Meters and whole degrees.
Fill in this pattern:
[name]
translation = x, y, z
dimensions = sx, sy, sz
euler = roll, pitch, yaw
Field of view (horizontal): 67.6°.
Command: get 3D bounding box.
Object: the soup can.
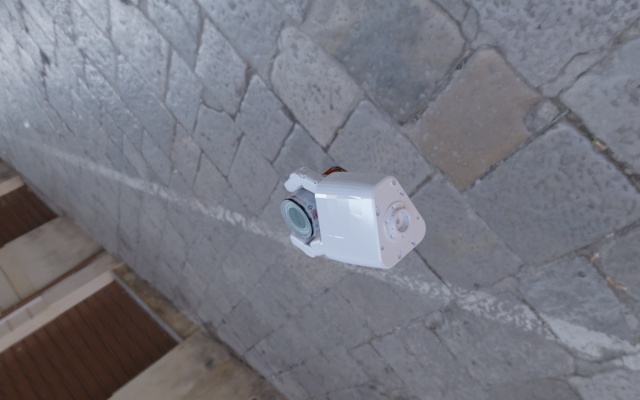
[soup can]
translation = 0.000, 0.002, 0.710
dimensions = 0.102, 0.068, 0.068
euler = -36, 20, -31
